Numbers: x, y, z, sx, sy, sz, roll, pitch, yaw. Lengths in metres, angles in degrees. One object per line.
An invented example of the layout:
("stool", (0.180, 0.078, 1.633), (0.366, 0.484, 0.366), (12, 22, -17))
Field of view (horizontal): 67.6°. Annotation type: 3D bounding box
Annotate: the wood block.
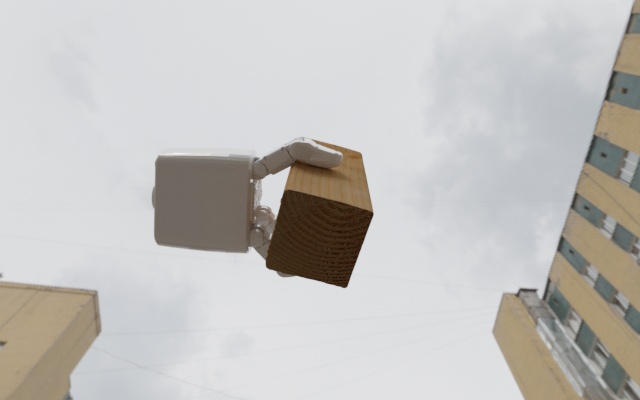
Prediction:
("wood block", (0.000, 0.001, 0.558), (0.090, 0.091, 0.206), (15, 22, -5))
